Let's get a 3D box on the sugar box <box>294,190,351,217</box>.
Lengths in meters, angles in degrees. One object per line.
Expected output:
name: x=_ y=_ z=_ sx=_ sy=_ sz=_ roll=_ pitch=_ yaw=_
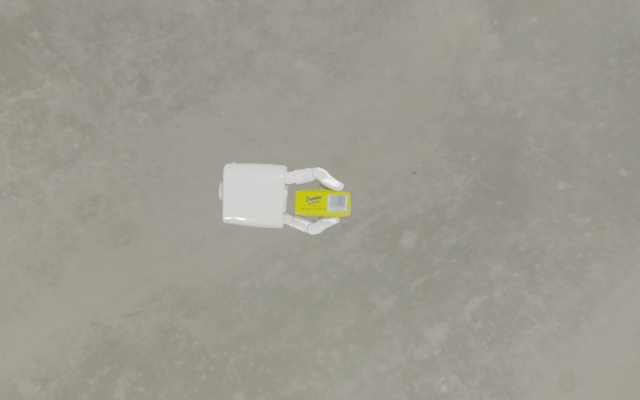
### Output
sugar box: x=0.000 y=0.002 z=0.866 sx=0.093 sy=0.048 sz=0.176 roll=2 pitch=3 yaw=-3
